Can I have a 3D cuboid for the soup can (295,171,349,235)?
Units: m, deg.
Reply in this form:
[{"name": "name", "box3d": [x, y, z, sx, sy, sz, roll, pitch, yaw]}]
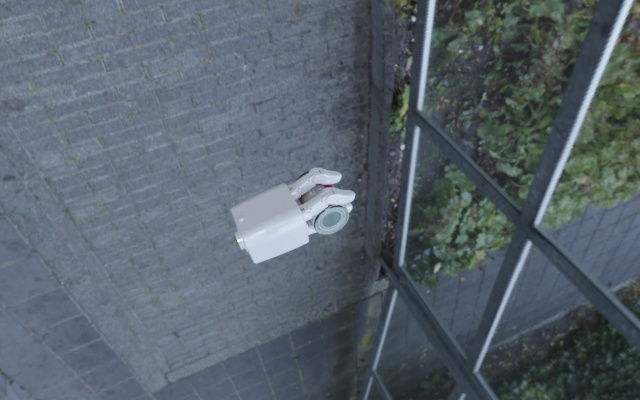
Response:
[{"name": "soup can", "box3d": [0.001, 0.003, 0.852, 0.068, 0.068, 0.102, 0, 40, -31]}]
